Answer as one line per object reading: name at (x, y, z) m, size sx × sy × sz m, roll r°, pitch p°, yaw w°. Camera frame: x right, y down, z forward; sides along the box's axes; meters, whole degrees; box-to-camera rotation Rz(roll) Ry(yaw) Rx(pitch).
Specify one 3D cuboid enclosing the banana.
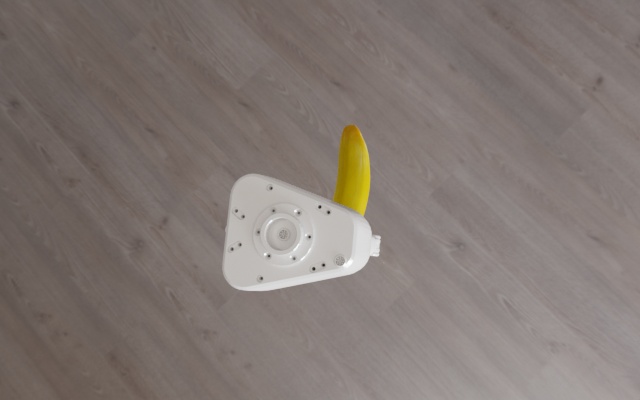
banana at (0.015, 0.013, 0.534) m, size 0.069 × 0.198 × 0.037 m, roll 28°, pitch 1°, yaw 13°
